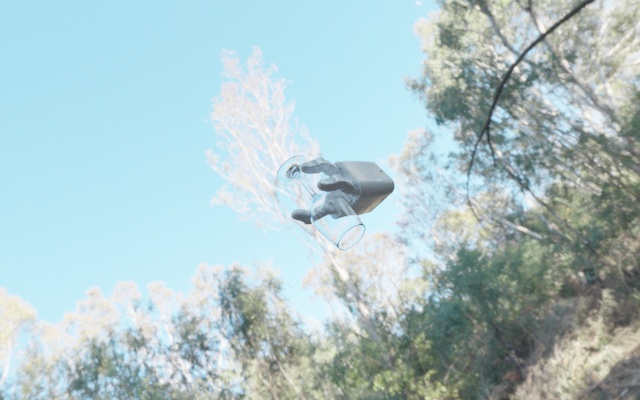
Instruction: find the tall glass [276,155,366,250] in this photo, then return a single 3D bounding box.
[{"bbox_3d":[0.000,0.003,0.897,0.079,0.079,0.201,0,39,-46],"label":"tall glass"}]
